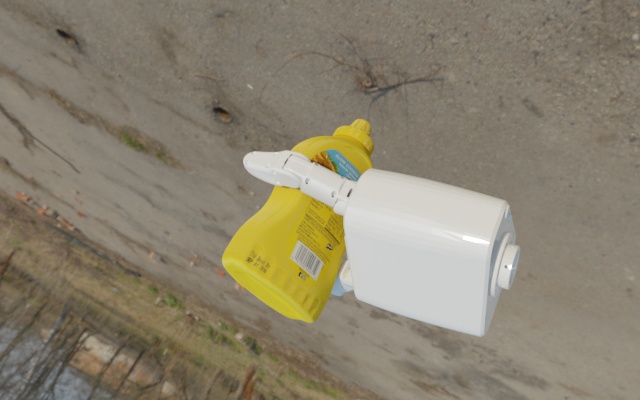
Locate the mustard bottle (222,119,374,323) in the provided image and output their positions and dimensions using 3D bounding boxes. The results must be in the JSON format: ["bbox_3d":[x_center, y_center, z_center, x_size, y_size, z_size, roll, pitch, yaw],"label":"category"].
[{"bbox_3d":[0.000,0.002,0.421,0.058,0.191,0.096,-4,-42,49],"label":"mustard bottle"}]
